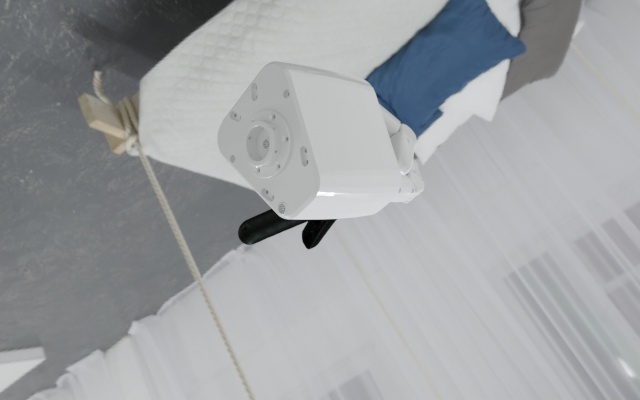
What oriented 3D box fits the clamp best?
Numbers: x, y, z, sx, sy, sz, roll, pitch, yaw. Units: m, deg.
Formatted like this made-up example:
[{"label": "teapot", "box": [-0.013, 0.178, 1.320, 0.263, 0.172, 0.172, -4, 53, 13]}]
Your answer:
[{"label": "clamp", "box": [0.001, 0.002, 0.478, 0.120, 0.039, 0.171, -4, -33, -51]}]
